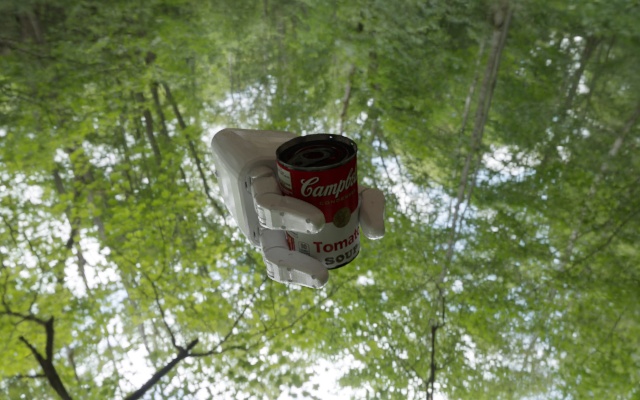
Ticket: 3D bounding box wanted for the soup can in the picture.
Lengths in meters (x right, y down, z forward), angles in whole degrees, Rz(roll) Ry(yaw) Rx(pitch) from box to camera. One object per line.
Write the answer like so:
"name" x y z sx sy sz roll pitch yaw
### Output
"soup can" 0.000 0.002 0.417 0.068 0.102 0.068 -4 30 2
